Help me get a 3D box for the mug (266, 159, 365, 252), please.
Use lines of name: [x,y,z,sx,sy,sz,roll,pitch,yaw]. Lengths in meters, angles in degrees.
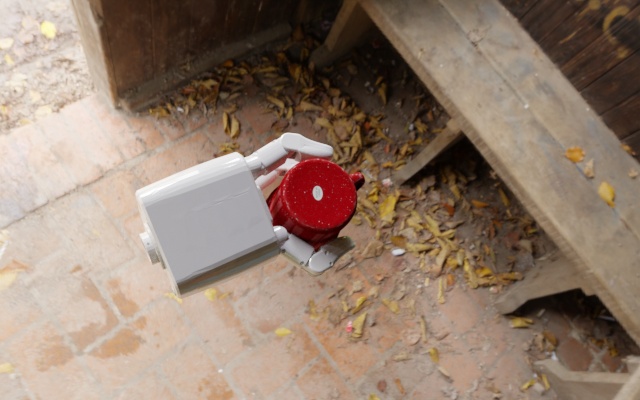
mug: [0.001,0.001,0.520,0.117,0.093,0.081,-25,-11,-23]
